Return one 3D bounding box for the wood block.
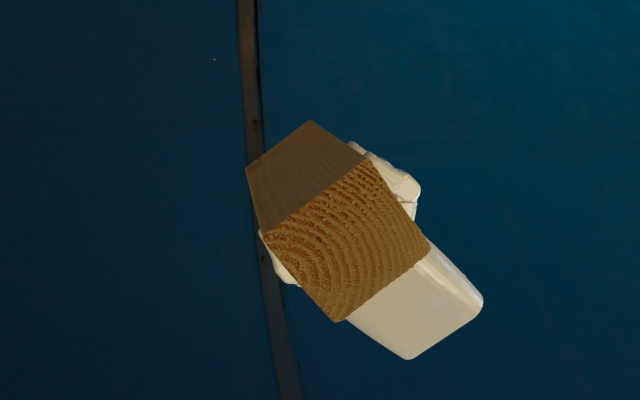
[{"bbox_3d":[0.000,0.002,0.422,0.091,0.090,0.206,-38,20,0],"label":"wood block"}]
